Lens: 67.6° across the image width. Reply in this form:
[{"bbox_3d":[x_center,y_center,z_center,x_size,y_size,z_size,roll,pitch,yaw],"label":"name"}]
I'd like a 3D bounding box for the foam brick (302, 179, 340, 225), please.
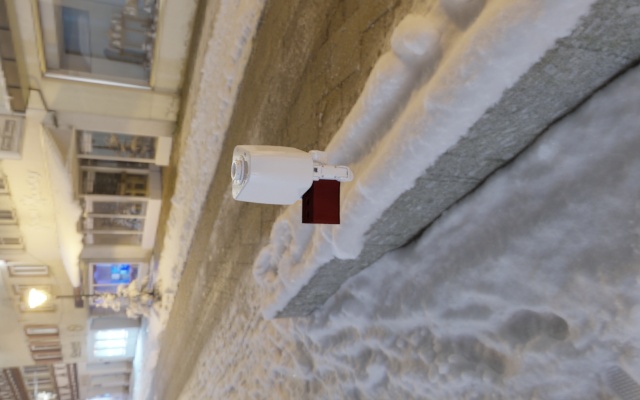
[{"bbox_3d":[0.000,0.003,0.823,0.051,0.078,0.053,2,-5,-26],"label":"foam brick"}]
